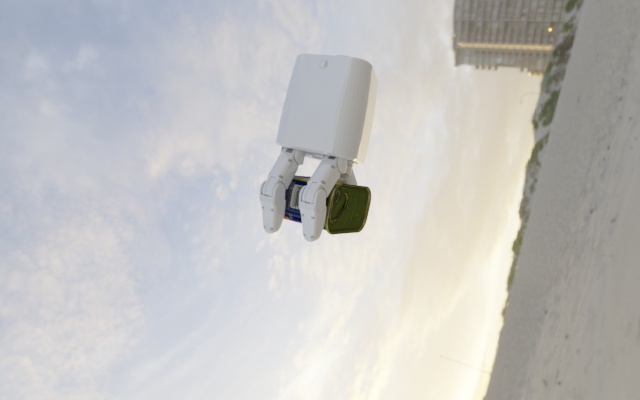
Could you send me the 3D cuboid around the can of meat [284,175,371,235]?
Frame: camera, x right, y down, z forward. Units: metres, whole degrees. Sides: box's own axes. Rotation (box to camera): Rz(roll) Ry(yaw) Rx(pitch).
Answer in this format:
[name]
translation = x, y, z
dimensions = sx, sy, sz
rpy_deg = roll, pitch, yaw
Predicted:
[can of meat]
translation = 0.000, 0.002, 0.567
dimensions = 0.084, 0.057, 0.102
rpy_deg = 14, 6, 29
